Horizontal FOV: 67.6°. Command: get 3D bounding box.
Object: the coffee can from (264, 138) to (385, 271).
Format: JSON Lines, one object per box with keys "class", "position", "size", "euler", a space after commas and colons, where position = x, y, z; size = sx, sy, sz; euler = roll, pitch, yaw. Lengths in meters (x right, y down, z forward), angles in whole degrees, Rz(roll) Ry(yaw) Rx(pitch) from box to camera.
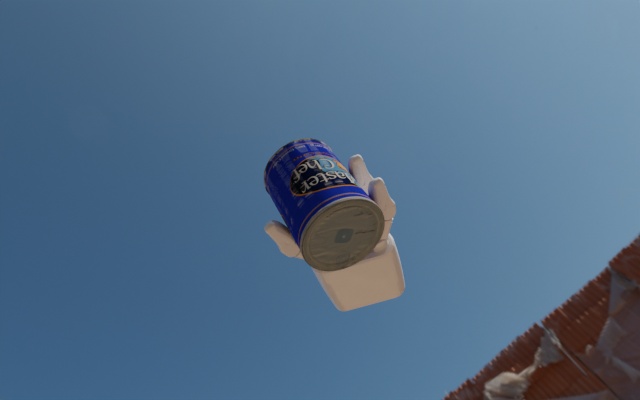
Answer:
{"class": "coffee can", "position": [0.000, 0.002, 0.583], "size": [0.103, 0.103, 0.140], "euler": [0, 34, -28]}
